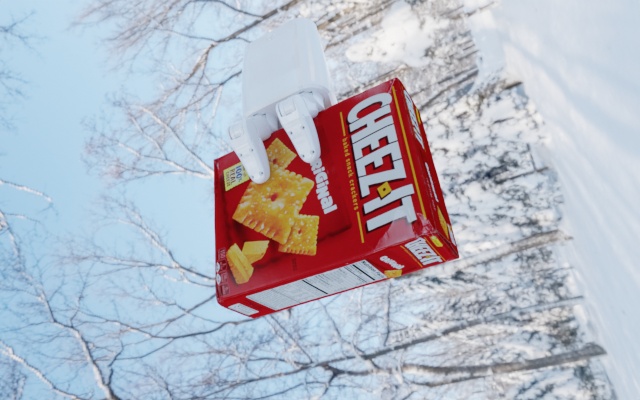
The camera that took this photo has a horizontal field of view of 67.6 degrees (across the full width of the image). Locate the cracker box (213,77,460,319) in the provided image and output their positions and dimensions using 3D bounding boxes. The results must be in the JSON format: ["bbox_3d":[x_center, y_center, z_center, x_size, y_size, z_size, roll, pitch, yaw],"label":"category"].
[{"bbox_3d":[0.000,0.002,0.452,0.214,0.164,0.072,-21,-33,22],"label":"cracker box"}]
